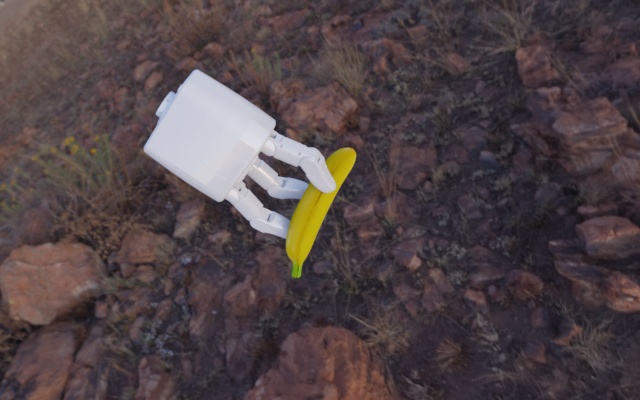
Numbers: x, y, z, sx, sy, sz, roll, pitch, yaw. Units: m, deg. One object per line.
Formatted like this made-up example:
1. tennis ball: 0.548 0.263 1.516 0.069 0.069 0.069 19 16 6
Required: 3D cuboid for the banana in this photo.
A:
1. banana: 0.000 -0.003 0.603 0.037 0.197 0.070 24 -23 8
